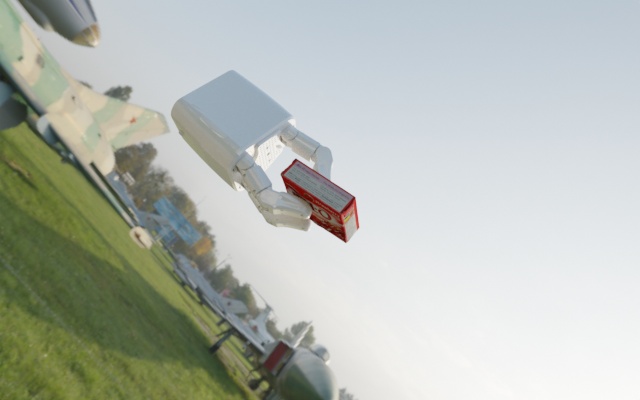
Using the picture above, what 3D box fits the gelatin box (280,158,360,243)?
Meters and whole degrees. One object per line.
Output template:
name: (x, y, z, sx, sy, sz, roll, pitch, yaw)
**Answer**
gelatin box: (0.001, 0.002, 0.542, 0.089, 0.030, 0.073, 33, -20, 23)
